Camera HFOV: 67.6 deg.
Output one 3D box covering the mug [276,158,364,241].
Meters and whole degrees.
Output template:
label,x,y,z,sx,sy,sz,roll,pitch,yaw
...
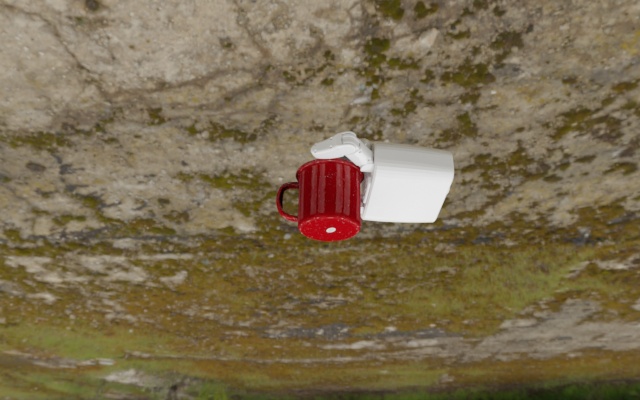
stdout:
label,x,y,z,sx,sy,sz,roll,pitch,yaw
mug,-0.001,0.002,0.628,0.117,0.081,0.093,2,-27,-2
